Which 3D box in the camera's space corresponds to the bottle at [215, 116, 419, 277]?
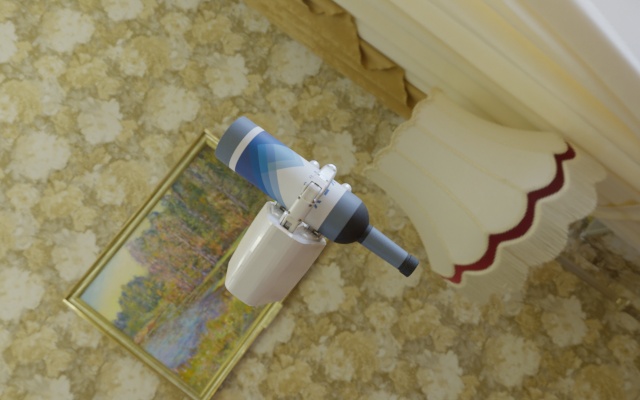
[{"bbox_3d":[0.000,0.002,0.622,0.295,0.069,0.069,36,3,4],"label":"bottle"}]
